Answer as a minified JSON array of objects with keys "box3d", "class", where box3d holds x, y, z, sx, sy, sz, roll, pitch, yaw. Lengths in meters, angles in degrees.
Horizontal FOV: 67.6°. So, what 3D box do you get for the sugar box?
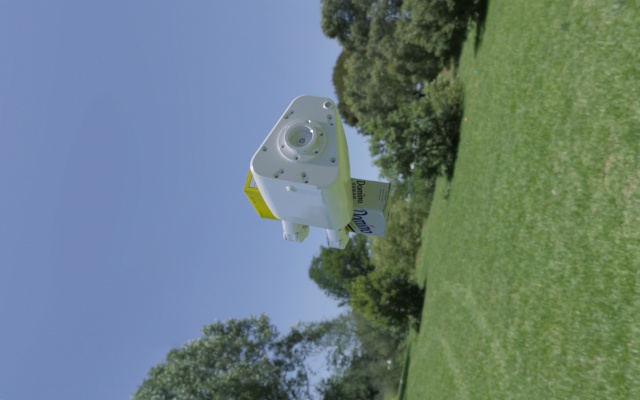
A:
[{"box3d":[0.000,0.002,0.610,0.176,0.048,0.093,10,-22,13],"class":"sugar box"}]
